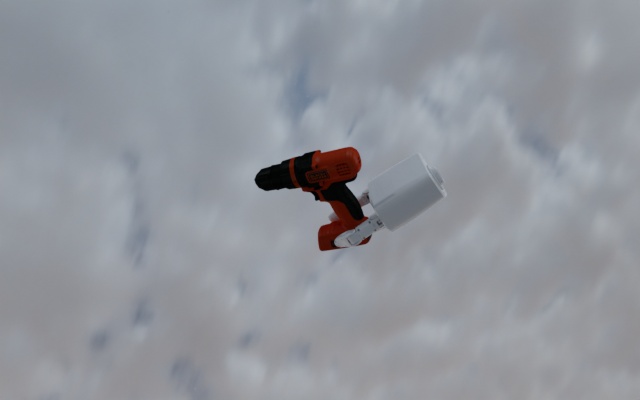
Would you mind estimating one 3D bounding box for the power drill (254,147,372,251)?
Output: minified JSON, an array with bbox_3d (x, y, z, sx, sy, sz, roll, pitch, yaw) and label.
[{"bbox_3d":[0.001,0.003,0.816,0.184,0.188,0.057,-10,38,21],"label":"power drill"}]
